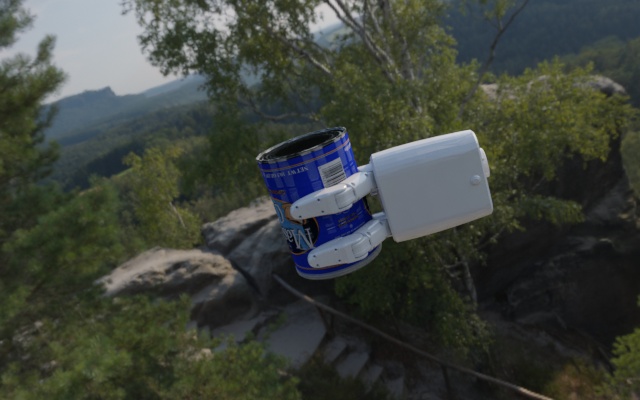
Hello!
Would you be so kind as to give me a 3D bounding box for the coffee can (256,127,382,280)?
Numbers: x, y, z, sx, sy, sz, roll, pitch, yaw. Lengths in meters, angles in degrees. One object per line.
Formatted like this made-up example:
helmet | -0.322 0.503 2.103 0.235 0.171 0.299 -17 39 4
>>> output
coffee can | 0.000 0.002 0.532 0.103 0.140 0.102 -17 17 5
